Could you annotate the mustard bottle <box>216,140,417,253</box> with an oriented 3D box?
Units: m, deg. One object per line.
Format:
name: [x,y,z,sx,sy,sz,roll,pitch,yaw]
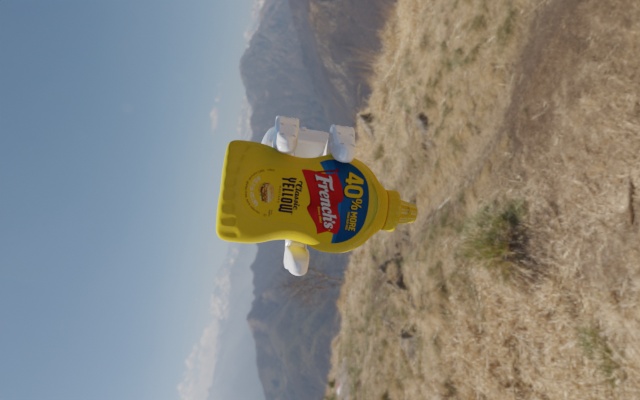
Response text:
mustard bottle: [0.000,0.002,0.465,0.191,0.096,0.058,7,-7,-8]
